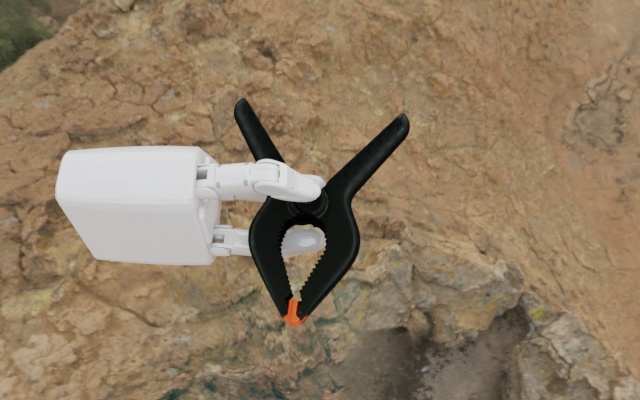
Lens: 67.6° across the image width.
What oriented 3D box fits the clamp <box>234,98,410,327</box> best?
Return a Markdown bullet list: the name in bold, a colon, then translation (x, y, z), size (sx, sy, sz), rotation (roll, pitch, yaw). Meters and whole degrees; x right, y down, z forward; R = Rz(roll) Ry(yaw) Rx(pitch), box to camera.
- **clamp**: translation (0.000, 0.002, 0.416), size (0.164, 0.210, 0.036), rotation (-1, -22, 2)
